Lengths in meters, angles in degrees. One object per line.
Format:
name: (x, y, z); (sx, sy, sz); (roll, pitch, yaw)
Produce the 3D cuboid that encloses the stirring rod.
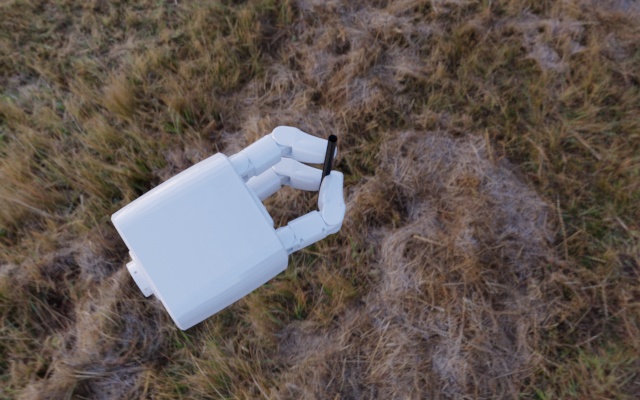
stirring rod: (0.000, 0.002, 0.507); (0.011, 0.011, 0.240); (0, -26, -6)
